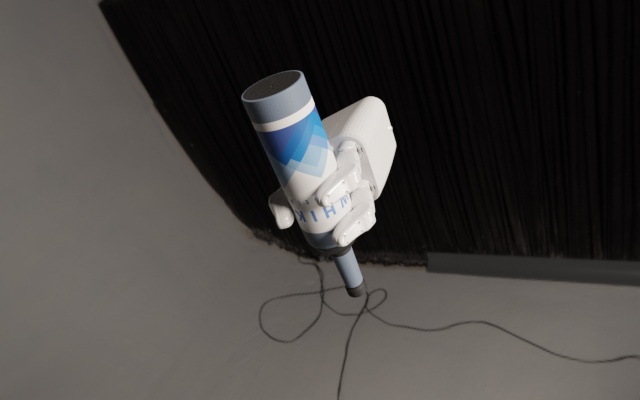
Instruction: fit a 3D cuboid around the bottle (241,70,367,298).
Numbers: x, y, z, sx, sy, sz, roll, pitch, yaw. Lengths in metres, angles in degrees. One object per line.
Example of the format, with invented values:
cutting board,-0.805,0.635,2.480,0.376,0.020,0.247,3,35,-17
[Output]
bottle,0.000,0.002,0.549,0.069,0.296,0.069,-16,32,10
